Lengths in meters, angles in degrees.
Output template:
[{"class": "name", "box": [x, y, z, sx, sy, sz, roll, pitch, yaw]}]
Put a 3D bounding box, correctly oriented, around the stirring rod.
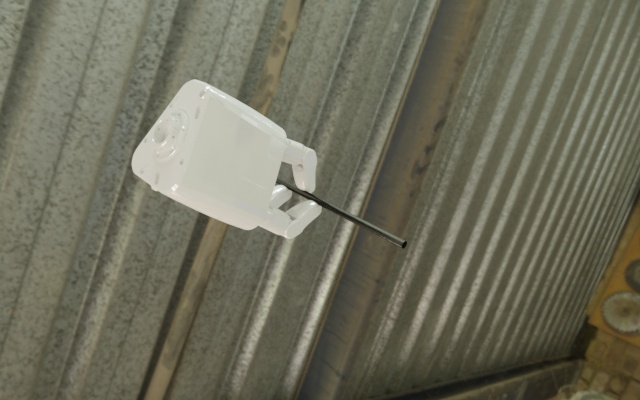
[{"class": "stirring rod", "box": [0.000, 0.002, 0.539, 0.011, 0.011, 0.239, 0, 20, -46]}]
